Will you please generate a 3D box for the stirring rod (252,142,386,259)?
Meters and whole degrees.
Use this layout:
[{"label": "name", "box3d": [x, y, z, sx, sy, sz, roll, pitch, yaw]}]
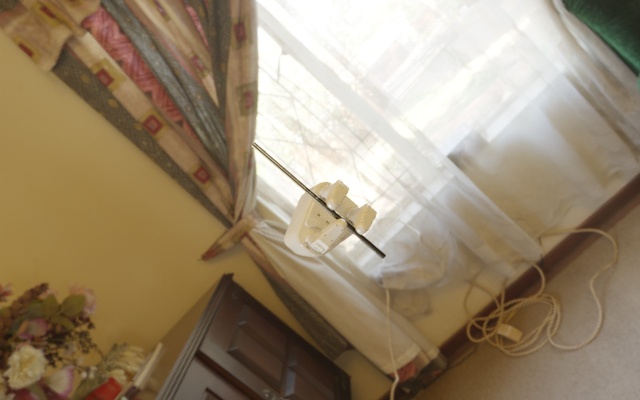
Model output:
[{"label": "stirring rod", "box3d": [0.000, 0.002, 0.656, 0.239, 0.011, 0.011, 41, -8, -9]}]
